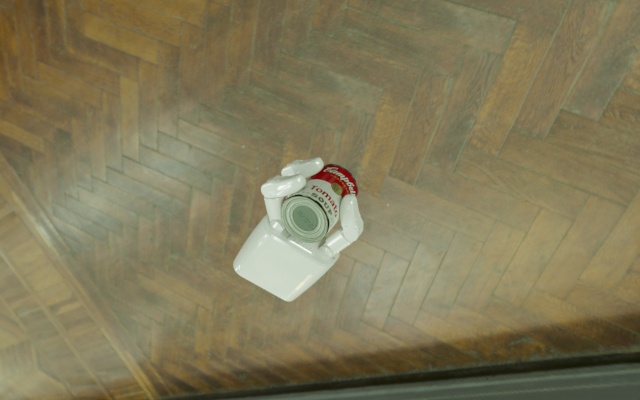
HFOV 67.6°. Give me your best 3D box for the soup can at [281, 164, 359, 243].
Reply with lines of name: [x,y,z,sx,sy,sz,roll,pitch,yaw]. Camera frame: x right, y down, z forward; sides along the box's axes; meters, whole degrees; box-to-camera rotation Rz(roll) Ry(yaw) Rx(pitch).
soup can: [0.000,0.002,0.622,0.068,0.068,0.102,0,25,28]
